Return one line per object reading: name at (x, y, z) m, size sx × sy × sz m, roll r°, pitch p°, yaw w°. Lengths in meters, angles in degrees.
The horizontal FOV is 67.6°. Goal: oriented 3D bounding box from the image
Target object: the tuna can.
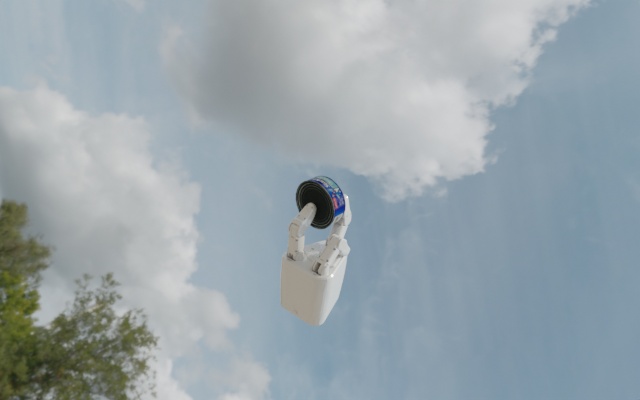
tuna can at (0.001, 0.002, 0.801) m, size 0.086 × 0.086 × 0.033 m, roll 0°, pitch 19°, yaw 45°
